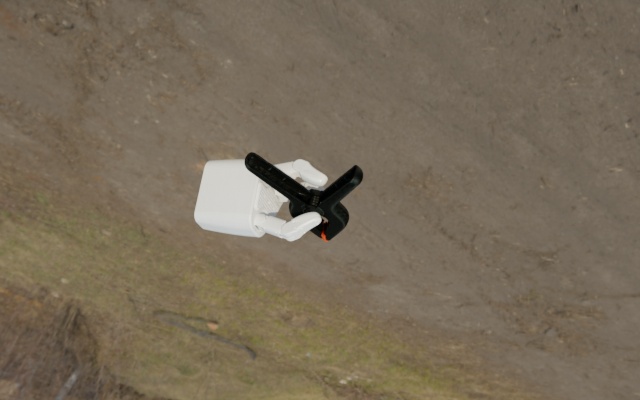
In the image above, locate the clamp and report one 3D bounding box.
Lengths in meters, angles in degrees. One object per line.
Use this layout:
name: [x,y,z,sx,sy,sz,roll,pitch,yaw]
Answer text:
clamp: [0.000,0.003,0.696,0.164,0.036,0.210,6,-30,24]
